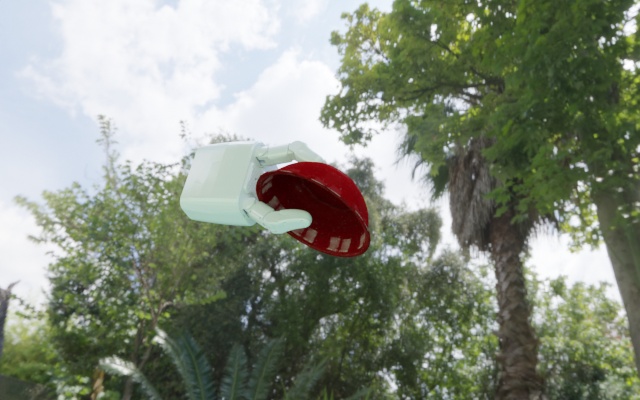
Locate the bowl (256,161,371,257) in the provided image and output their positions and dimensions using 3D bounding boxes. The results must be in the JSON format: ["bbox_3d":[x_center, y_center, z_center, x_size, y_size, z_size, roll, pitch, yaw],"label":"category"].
[{"bbox_3d":[0.001,0.002,0.606,0.162,0.055,0.162,24,-31,15],"label":"bowl"}]
